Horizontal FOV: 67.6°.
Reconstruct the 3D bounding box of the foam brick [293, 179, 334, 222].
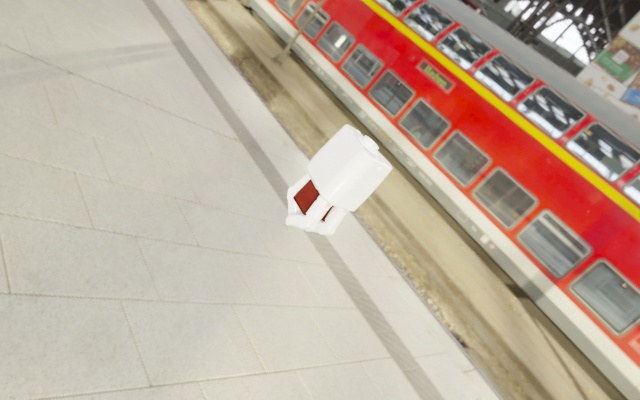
[{"bbox_3d":[0.000,0.003,0.867,0.051,0.053,0.078,-45,-31,19],"label":"foam brick"}]
